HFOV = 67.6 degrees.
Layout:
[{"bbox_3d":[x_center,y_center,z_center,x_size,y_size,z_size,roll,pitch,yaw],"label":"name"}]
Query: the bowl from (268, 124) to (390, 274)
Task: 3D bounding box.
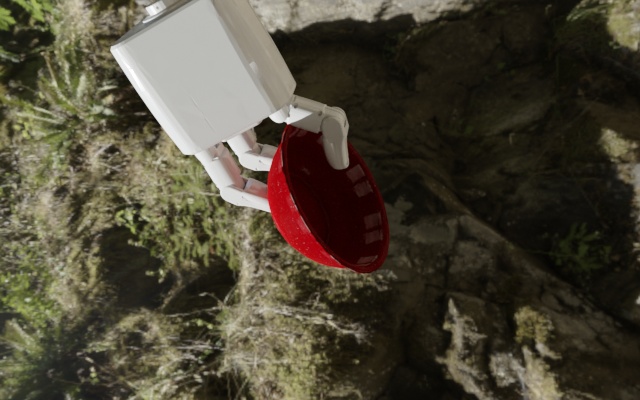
[{"bbox_3d":[0.000,0.003,0.464,0.055,0.162,0.162,-28,-15,31],"label":"bowl"}]
